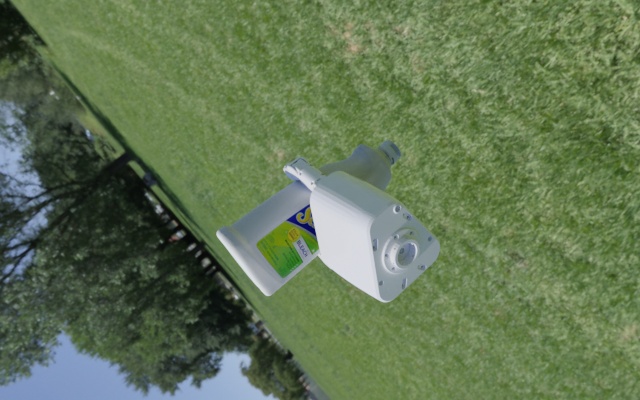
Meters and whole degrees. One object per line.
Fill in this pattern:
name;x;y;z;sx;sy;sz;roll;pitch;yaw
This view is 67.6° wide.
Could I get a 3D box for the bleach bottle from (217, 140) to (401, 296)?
bleach bottle;0.000;0.002;0.601;0.251;0.103;0.068;-40;34;-14
